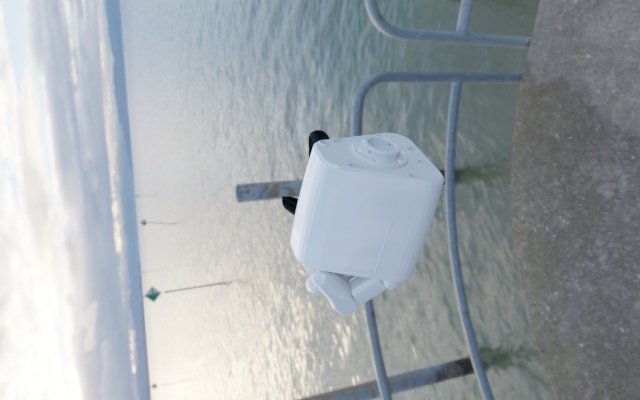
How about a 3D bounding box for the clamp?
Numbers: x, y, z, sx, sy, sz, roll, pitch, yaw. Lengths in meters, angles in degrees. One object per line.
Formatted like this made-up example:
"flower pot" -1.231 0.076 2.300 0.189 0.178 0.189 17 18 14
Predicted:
"clamp" 0.000 0.002 0.540 0.039 0.120 0.171 0 34 -24
